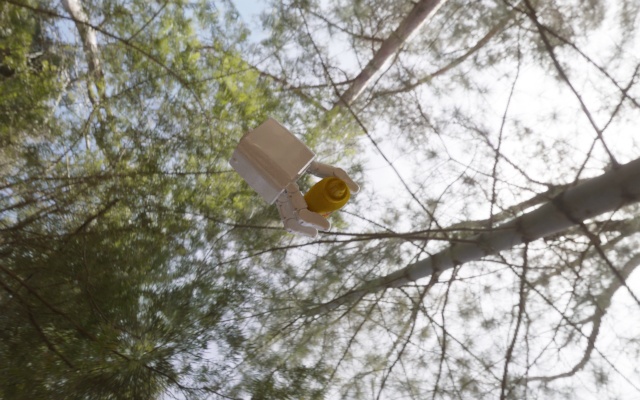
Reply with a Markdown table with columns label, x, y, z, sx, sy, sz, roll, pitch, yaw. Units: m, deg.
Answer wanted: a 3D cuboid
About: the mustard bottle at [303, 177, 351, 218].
| label | x | y | z | sx | sy | sz | roll | pitch | yaw |
| --- | --- | --- | --- | --- | --- | --- | --- | --- | --- |
| mustard bottle | 0.000 | 0.003 | 0.838 | 0.096 | 0.058 | 0.192 | -22 | -9 | -25 |
